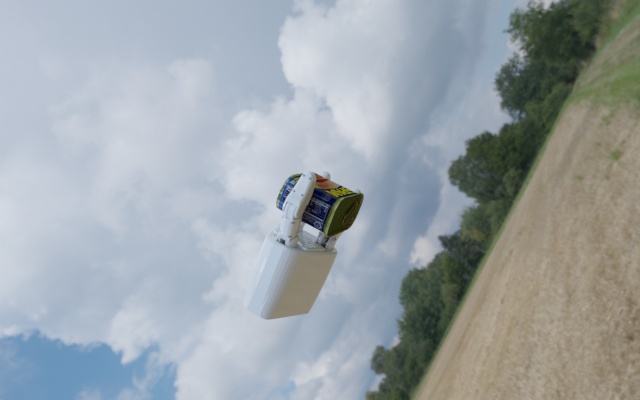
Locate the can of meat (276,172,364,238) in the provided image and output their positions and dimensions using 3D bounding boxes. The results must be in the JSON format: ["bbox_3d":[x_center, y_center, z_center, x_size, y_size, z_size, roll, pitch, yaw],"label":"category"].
[{"bbox_3d":[0.000,0.002,0.654,0.084,0.057,0.102,26,16,20],"label":"can of meat"}]
